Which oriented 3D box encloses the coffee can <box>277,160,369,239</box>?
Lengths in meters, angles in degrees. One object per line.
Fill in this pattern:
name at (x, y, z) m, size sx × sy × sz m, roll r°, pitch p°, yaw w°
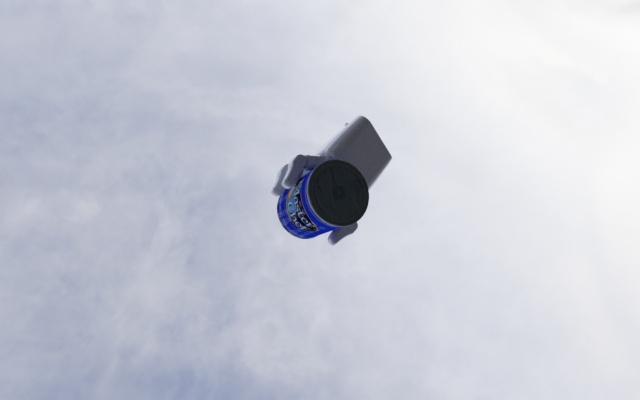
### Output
coffee can at (0.000, 0.003, 0.771) m, size 0.103 × 0.102 × 0.140 m, roll 0°, pitch -12°, yaw -25°
